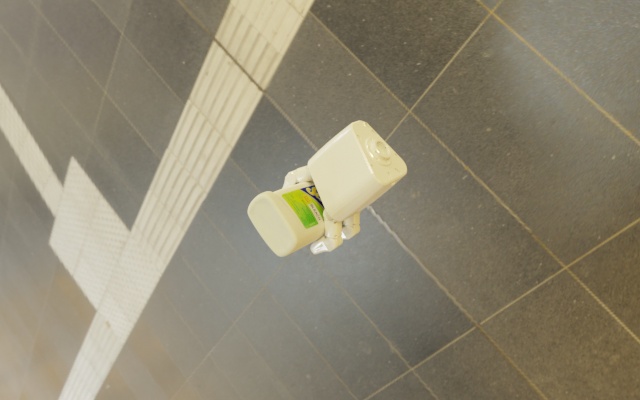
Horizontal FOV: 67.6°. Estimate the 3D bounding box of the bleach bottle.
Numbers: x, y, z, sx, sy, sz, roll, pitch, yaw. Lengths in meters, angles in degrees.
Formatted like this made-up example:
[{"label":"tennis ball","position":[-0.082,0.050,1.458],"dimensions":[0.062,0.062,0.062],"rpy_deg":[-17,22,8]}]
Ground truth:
[{"label":"bleach bottle","position":[0.000,0.003,0.801],"dimensions":[0.068,0.102,0.250],"rpy_deg":[-41,-9,40]}]
